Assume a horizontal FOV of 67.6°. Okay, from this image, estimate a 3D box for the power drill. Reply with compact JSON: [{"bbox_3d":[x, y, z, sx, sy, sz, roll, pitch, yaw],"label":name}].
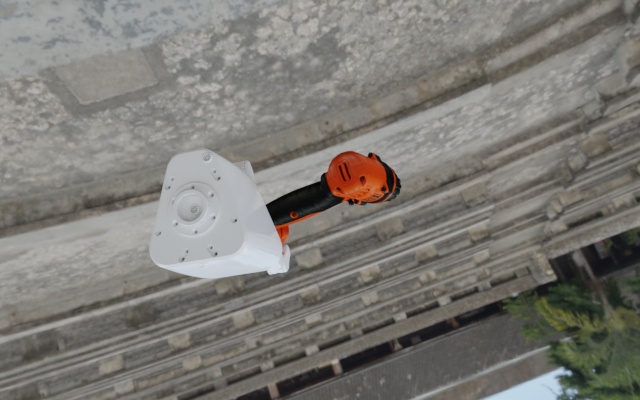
[{"bbox_3d":[0.000,0.002,0.579,0.188,0.057,0.184,-25,-14,19],"label":"power drill"}]
